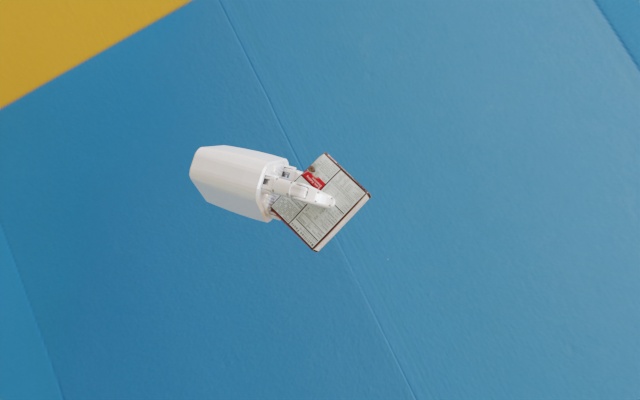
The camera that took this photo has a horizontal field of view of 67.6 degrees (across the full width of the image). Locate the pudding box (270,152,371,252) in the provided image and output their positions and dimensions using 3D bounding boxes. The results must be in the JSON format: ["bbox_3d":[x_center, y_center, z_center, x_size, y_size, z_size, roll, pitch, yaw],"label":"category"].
[{"bbox_3d":[0.000,0.002,0.669,0.090,0.113,0.039,45,3,14],"label":"pudding box"}]
